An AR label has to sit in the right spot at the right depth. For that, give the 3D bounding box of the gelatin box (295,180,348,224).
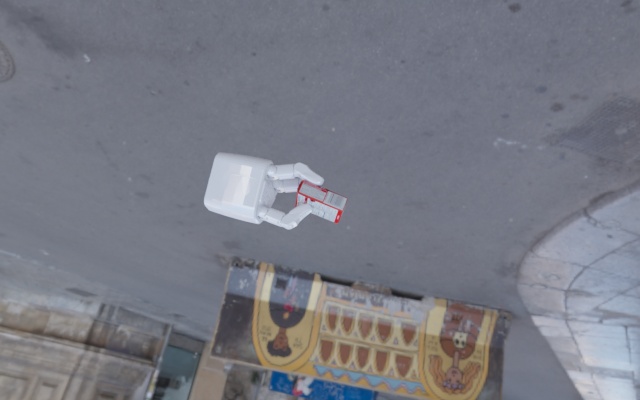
[{"bbox_3d":[0.000,0.003,0.861,0.089,0.030,0.073,23,-21,4],"label":"gelatin box"}]
